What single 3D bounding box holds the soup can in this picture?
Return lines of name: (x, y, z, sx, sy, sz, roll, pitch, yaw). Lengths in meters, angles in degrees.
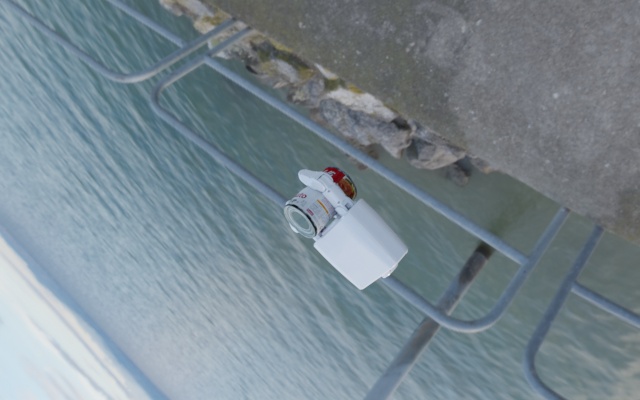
soup can: (0.000, 0.002, 0.750, 0.102, 0.068, 0.068, -43, 24, -27)
